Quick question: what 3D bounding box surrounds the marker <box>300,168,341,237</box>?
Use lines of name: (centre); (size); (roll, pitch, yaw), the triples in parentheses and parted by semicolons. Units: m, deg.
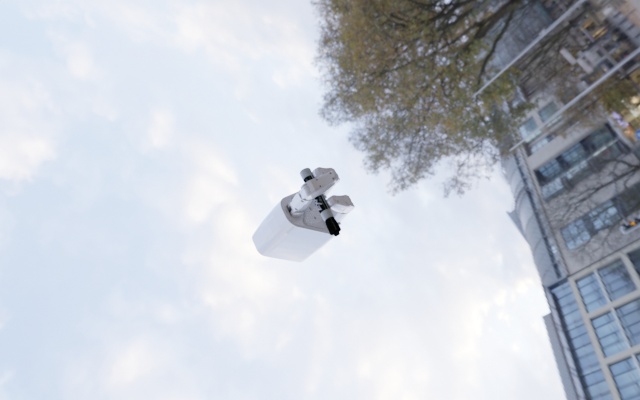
marker: (0.000, 0.002, 0.734); (0.020, 0.121, 0.020); (-22, -24, -11)
